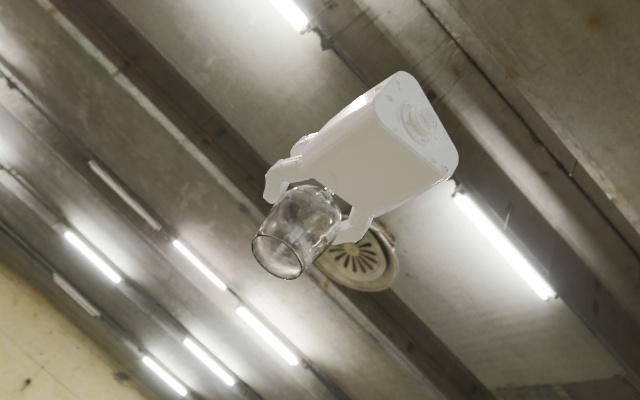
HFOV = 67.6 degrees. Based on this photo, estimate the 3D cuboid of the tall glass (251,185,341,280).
[{"bbox_3d":[0.000,0.002,0.558,0.079,0.079,0.201,0,36,35],"label":"tall glass"}]
